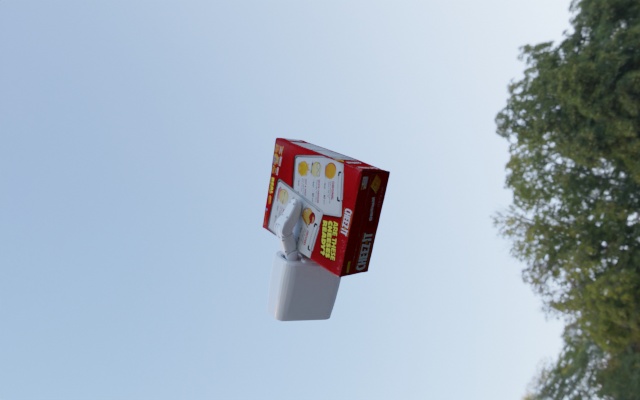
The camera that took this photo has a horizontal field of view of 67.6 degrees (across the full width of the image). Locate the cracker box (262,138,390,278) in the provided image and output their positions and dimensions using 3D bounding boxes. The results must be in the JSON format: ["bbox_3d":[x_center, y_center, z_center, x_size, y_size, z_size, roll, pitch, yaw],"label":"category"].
[{"bbox_3d":[0.000,0.002,0.765,0.072,0.164,0.213,-2,19,-41],"label":"cracker box"}]
